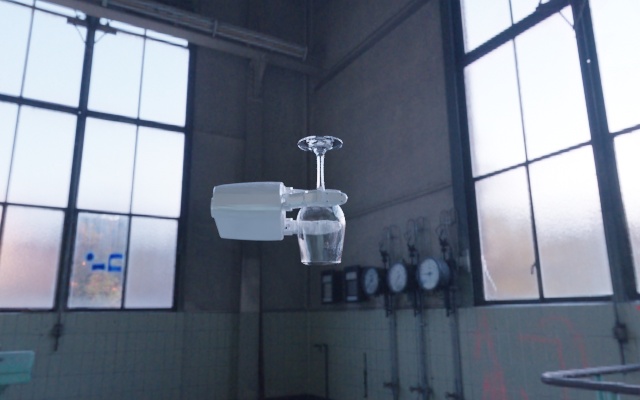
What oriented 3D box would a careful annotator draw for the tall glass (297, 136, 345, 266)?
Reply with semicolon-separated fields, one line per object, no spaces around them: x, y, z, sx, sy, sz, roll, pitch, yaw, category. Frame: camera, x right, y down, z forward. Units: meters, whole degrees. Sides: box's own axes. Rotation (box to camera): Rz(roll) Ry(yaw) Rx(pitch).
0.000;0.002;0.773;0.079;0.201;0.079;-1;-13;0;tall glass
